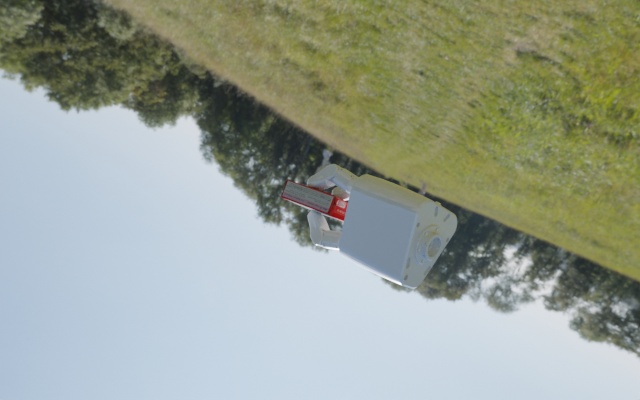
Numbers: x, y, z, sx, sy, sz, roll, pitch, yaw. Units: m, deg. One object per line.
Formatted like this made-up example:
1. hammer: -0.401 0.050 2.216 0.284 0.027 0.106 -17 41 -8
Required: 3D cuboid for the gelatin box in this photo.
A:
1. gelatin box: 0.000 0.003 0.682 0.089 0.030 0.073 19 -3 32
